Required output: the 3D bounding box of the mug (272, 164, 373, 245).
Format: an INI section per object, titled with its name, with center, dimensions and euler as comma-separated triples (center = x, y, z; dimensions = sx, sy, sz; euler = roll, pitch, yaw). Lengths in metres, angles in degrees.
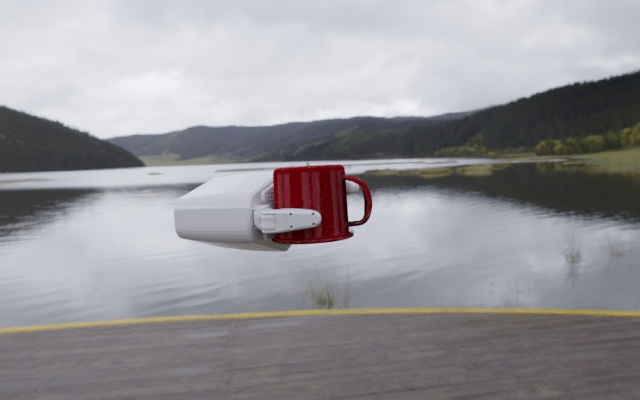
[mug]
center = 0.001, 0.001, 0.532
dimensions = 0.117, 0.081, 0.093
euler = -2, 4, 23
